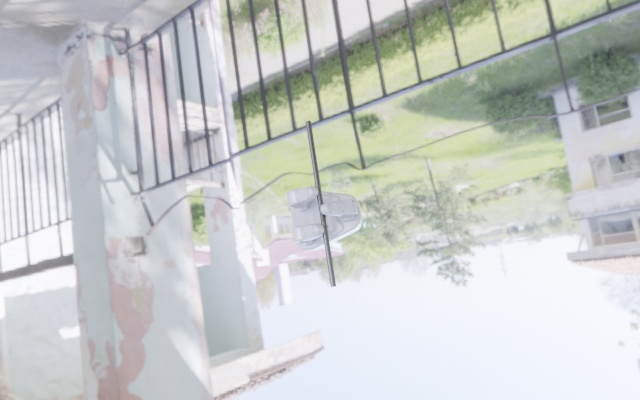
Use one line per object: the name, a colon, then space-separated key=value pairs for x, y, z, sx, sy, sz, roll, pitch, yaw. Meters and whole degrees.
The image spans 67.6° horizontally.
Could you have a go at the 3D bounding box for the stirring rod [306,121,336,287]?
stirring rod: x=0.000 y=0.002 z=0.680 sx=0.011 sy=0.239 sz=0.011 roll=-9 pitch=-8 yaw=-1
